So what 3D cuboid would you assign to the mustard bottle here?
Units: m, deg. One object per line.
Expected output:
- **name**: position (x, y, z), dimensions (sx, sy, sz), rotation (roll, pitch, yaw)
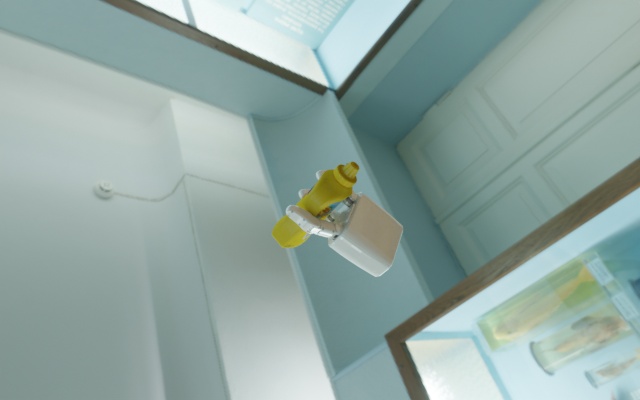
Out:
- **mustard bottle**: position (0.000, 0.003, 0.814), dimensions (0.192, 0.058, 0.096), rotation (-46, -11, 32)
